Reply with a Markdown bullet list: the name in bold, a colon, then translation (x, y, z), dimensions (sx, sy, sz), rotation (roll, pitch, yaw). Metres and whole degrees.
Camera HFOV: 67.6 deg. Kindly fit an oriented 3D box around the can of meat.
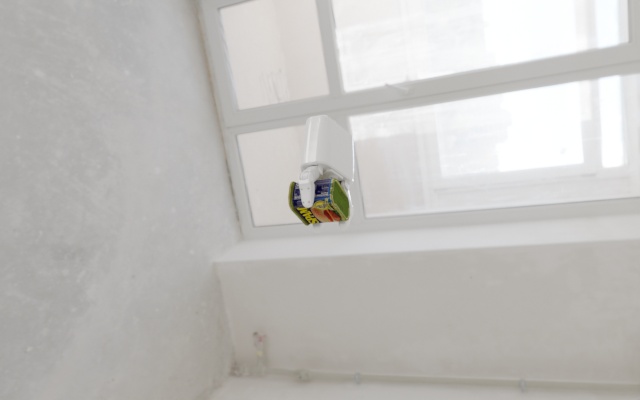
- **can of meat**: translation (0.000, 0.003, 0.872), dimensions (0.084, 0.057, 0.102), rotation (-6, -29, 20)
